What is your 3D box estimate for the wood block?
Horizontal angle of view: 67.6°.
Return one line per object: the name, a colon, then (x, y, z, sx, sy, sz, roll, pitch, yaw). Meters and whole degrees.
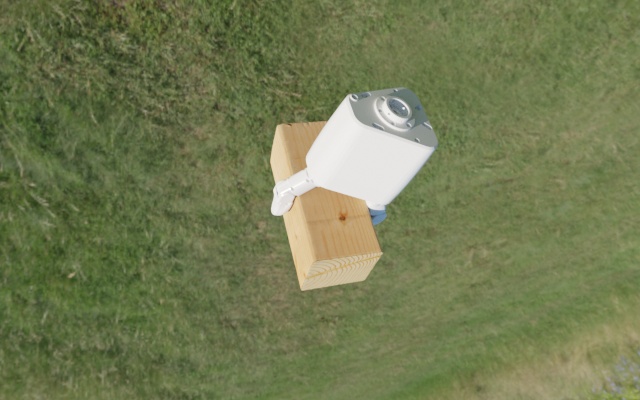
wood block: (0.000, 0.002, 0.639, 0.091, 0.206, 0.090, -6, -31, -17)
